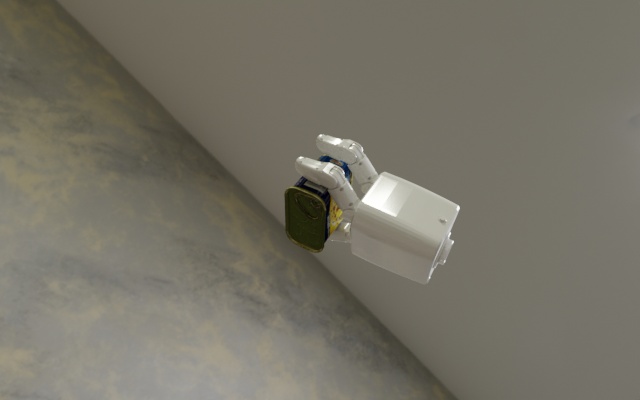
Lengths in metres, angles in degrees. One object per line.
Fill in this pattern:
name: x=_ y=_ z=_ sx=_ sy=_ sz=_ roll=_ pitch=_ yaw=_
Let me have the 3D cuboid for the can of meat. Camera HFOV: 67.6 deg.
can of meat: x=0.000 y=0.002 z=0.619 sx=0.057 sy=0.102 sz=0.084 roll=22 pitch=47 yaw=20
